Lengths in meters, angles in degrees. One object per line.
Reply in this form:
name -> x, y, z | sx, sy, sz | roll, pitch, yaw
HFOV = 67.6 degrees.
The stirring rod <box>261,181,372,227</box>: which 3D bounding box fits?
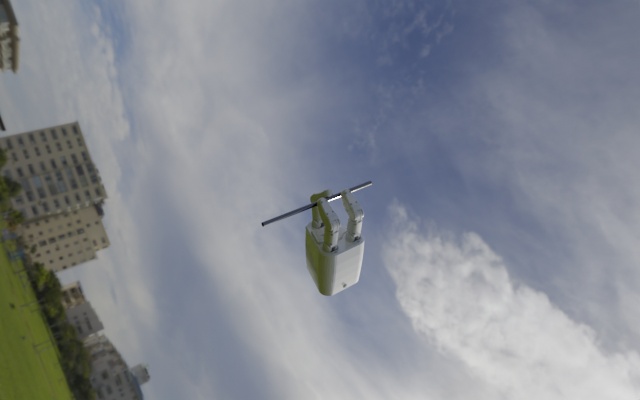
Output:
stirring rod -> 0.000, 0.003, 0.851 | 0.239, 0.011, 0.011 | -21, 11, -31
